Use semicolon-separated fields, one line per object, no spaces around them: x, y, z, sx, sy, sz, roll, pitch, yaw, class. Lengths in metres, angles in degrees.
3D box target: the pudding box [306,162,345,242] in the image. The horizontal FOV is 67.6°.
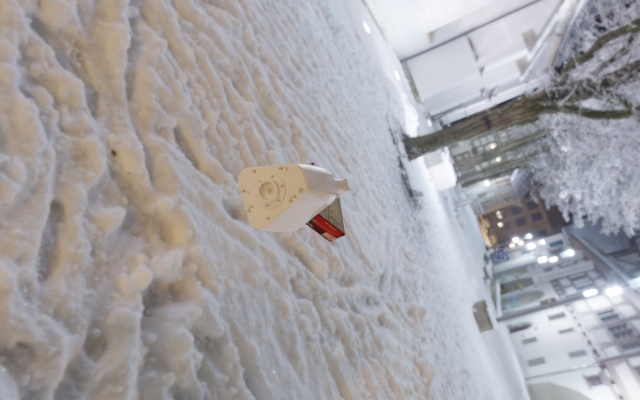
0.000;0.003;0.822;0.039;0.113;0.090;-22;-39;24;pudding box
